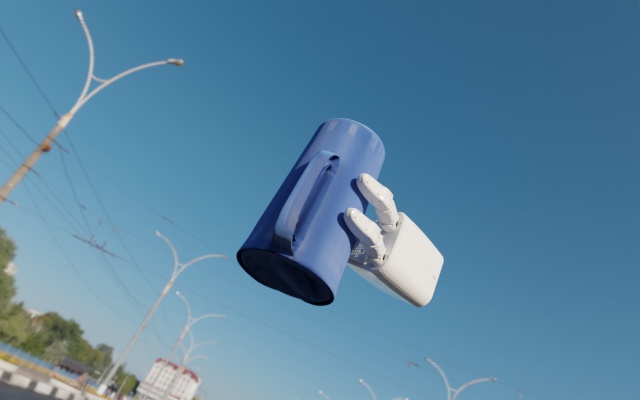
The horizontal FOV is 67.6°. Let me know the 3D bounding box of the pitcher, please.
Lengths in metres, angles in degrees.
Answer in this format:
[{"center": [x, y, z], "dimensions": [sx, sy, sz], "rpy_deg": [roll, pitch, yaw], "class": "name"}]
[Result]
[{"center": [0.000, 0.002, 0.635], "dimensions": [0.145, 0.242, 0.149], "rpy_deg": [41, -32, -25], "class": "pitcher"}]
